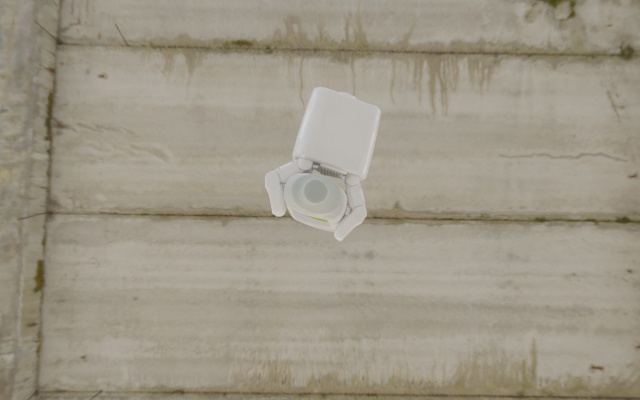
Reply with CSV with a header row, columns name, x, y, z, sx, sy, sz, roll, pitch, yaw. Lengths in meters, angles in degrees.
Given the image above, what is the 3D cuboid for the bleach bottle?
name,x,y,z,sx,sy,sz,roll,pitch,yaw
bleach bottle,0.000,0.002,0.694,0.102,0.068,0.251,15,-5,0
